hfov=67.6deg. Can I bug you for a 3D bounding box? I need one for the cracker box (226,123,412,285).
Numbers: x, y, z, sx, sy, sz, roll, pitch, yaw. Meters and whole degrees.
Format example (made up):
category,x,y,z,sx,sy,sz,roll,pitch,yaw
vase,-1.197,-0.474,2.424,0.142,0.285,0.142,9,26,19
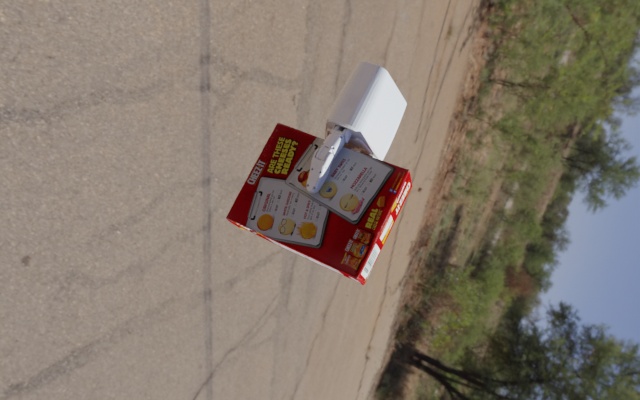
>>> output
category,x,y,z,sx,sy,sz,roll,pitch,yaw
cracker box,0.000,0.002,0.683,0.213,0.164,0.072,22,-13,22
